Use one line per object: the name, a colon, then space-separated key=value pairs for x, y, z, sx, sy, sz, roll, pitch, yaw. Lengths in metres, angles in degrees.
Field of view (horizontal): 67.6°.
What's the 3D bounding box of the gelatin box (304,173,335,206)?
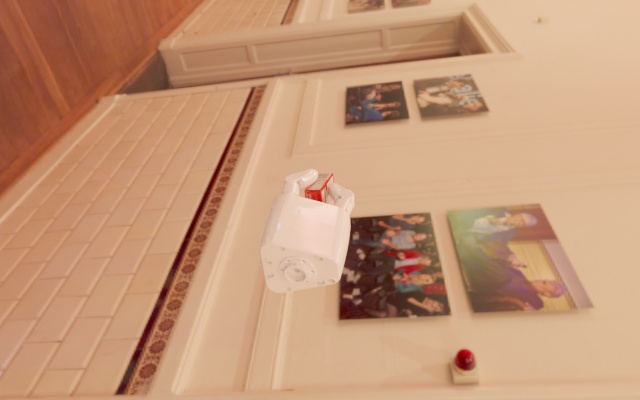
gelatin box: x=0.001 y=0.002 z=0.775 sx=0.030 sy=0.073 sz=0.089 roll=1 pitch=22 yaw=15
